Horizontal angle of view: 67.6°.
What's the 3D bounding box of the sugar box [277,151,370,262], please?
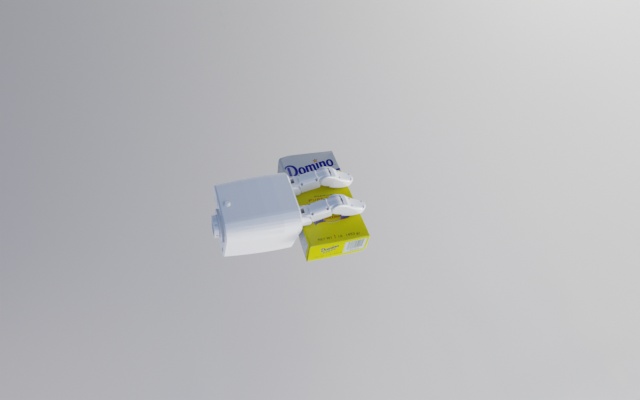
[{"bbox_3d":[0.000,0.002,0.723,0.093,0.176,0.048,-9,-35,-18],"label":"sugar box"}]
